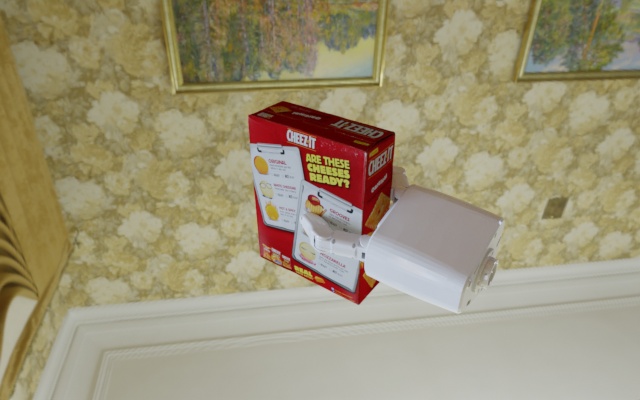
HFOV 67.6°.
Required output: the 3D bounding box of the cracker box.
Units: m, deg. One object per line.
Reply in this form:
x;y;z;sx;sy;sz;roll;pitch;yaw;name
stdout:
0.000;0.002;0.588;0.164;0.214;0.072;21;38;29;cracker box
